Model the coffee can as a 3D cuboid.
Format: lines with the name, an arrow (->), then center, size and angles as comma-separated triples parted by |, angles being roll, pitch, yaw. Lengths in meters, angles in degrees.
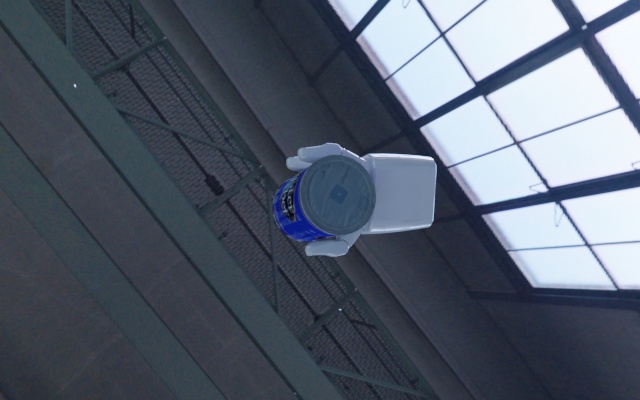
coffee can -> 0.000, 0.002, 0.661 | 0.103, 0.103, 0.140 | 0, -8, -20
